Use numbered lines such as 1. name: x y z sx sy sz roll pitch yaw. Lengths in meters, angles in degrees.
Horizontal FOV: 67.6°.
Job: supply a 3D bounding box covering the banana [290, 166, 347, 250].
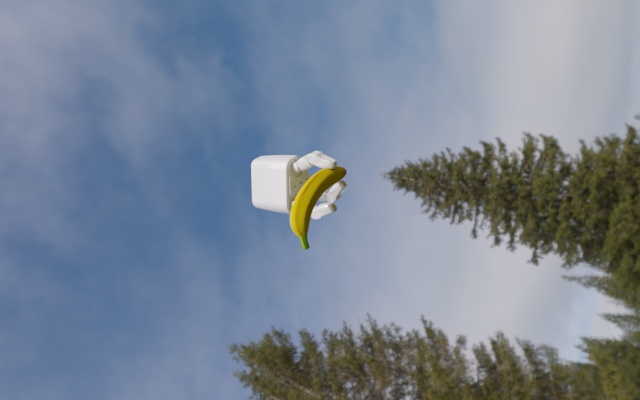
1. banana: -0.009 -0.007 0.883 0.037 0.197 0.070 2 -40 36
